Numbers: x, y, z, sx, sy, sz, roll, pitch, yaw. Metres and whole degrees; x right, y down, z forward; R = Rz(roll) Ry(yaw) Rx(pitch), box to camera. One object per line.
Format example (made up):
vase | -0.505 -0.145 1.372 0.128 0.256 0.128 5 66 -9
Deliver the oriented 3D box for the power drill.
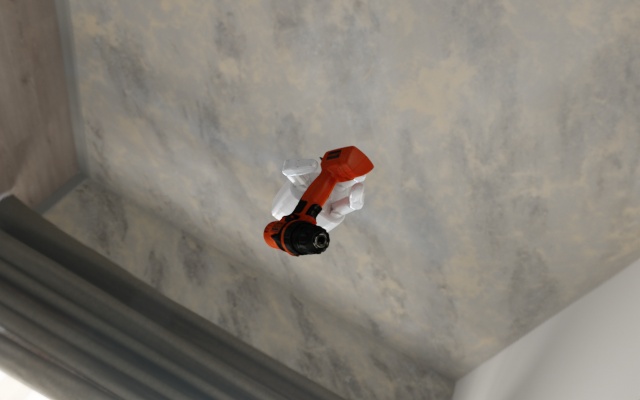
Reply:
power drill | 0.000 0.002 0.728 0.057 0.187 0.184 45 -19 -20
